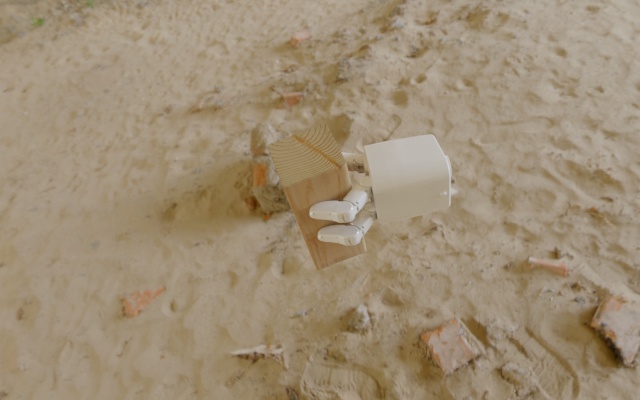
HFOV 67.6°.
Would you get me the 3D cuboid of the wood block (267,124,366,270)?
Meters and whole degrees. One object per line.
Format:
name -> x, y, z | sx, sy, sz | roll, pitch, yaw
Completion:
wood block -> 0.000, 0.002, 0.710 | 0.090, 0.090, 0.206 | -21, -41, -3
